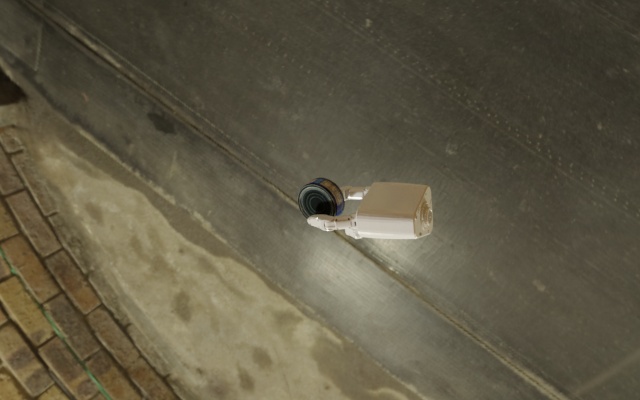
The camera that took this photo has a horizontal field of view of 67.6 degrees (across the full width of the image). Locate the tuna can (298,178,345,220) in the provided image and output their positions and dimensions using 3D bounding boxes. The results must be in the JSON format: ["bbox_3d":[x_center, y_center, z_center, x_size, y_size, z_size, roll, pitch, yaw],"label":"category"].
[{"bbox_3d":[0.000,0.003,0.890,0.086,0.086,0.033,0,22,33],"label":"tuna can"}]
